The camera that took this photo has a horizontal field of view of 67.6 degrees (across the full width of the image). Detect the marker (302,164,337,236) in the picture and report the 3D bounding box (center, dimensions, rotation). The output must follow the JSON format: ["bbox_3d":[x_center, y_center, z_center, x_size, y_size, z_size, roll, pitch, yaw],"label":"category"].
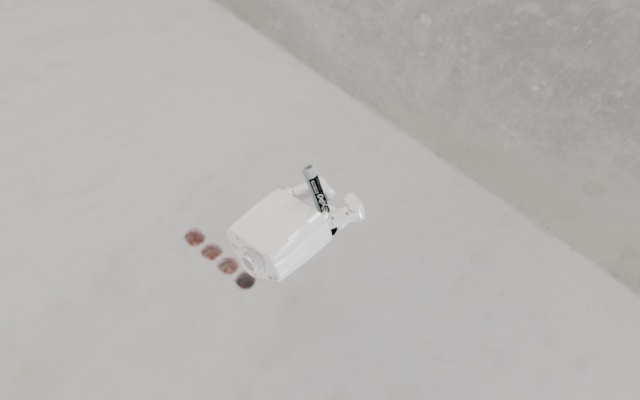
[{"bbox_3d":[0.000,0.002,0.703,0.020,0.121,0.020,-15,30,9],"label":"marker"}]
